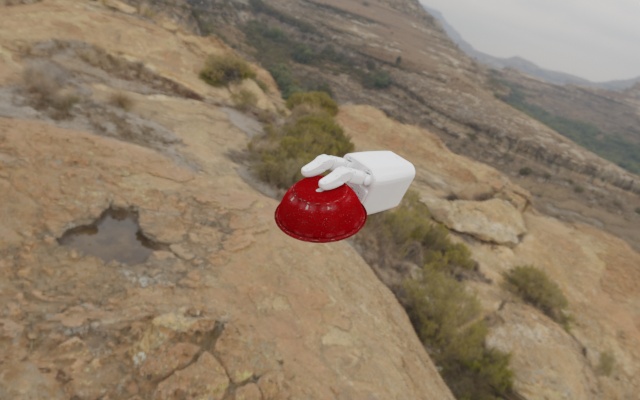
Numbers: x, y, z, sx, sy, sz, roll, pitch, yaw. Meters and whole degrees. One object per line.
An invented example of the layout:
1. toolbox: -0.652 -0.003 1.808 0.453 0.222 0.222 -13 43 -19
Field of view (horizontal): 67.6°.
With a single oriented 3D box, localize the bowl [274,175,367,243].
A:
1. bowl: -0.001 0.003 0.815 0.162 0.055 0.162 -1 34 0
